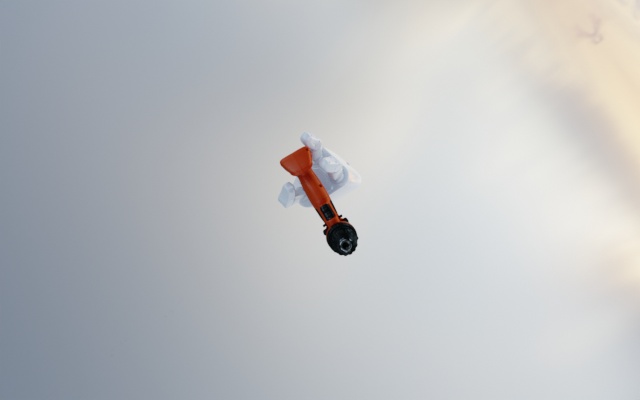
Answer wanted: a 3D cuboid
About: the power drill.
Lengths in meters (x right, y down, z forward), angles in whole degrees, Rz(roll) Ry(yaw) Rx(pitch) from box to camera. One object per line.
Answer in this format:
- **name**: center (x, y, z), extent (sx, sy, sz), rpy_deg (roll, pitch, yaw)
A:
- **power drill**: center (0.000, 0.002, 0.799), extent (0.057, 0.187, 0.184), rpy_deg (-29, 5, -1)
